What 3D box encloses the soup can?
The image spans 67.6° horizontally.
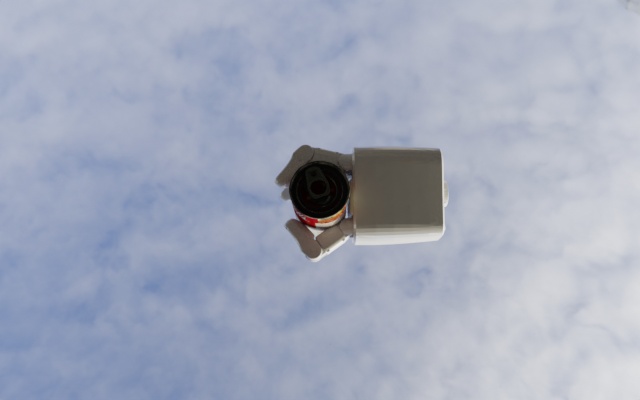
[{"bbox_3d":[0.000,0.002,0.574,0.068,0.068,0.102,0,-17,1],"label":"soup can"}]
